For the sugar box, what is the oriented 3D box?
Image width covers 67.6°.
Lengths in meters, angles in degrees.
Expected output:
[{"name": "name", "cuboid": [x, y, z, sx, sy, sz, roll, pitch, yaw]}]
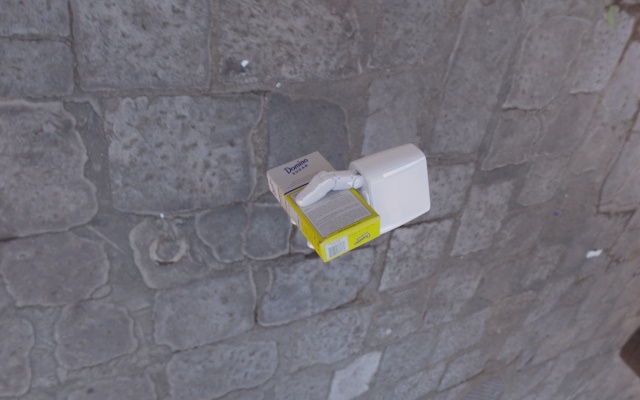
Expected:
[{"name": "sugar box", "cuboid": [0.000, 0.003, 0.694, 0.093, 0.048, 0.176, -23, 43, -17]}]
